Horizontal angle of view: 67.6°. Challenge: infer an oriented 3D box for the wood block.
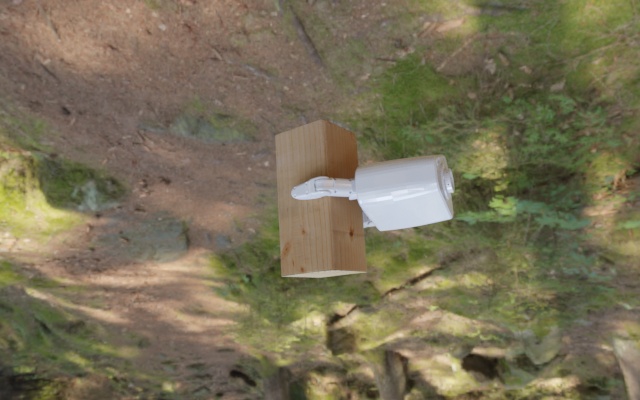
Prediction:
[{"bbox_3d":[0.000,0.002,0.684,0.090,0.206,0.091,-13,-16,34],"label":"wood block"}]
